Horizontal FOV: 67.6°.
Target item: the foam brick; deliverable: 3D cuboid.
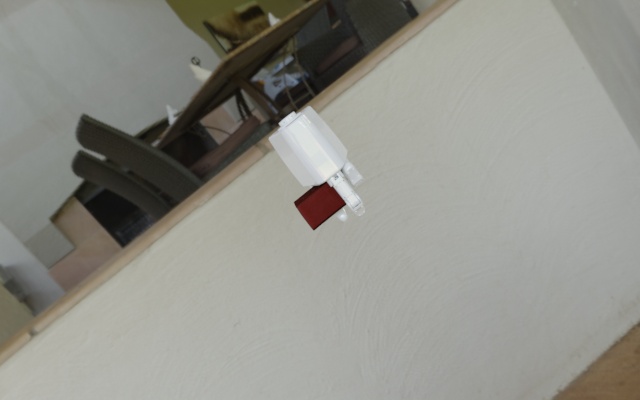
[{"bbox_3d":[0.000,0.003,0.810,0.078,0.051,0.053,-39,14,1],"label":"foam brick"}]
